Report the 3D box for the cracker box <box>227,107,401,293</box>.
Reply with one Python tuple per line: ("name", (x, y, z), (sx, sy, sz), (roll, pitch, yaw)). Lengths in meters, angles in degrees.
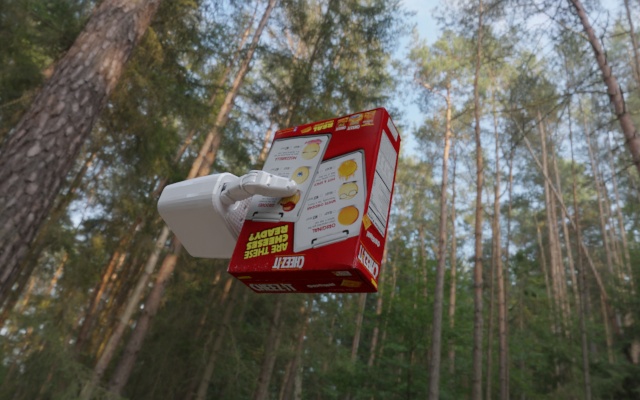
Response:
("cracker box", (0.000, 0.002, 0.571), (0.164, 0.213, 0.072), (-7, -36, 31))
